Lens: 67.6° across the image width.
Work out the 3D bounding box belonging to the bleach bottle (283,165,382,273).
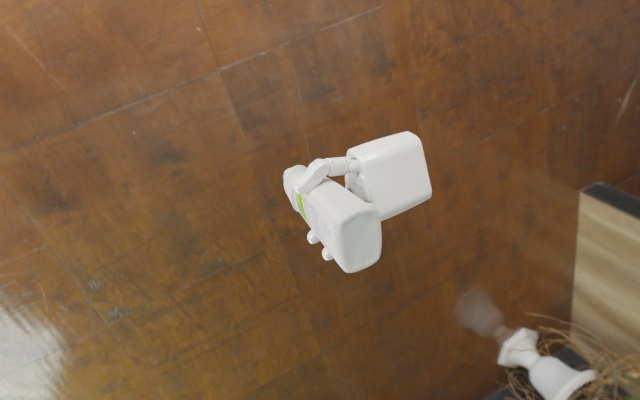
[{"bbox_3d":[0.000,0.002,0.724,0.068,0.103,0.250,-20,33,-18],"label":"bleach bottle"}]
